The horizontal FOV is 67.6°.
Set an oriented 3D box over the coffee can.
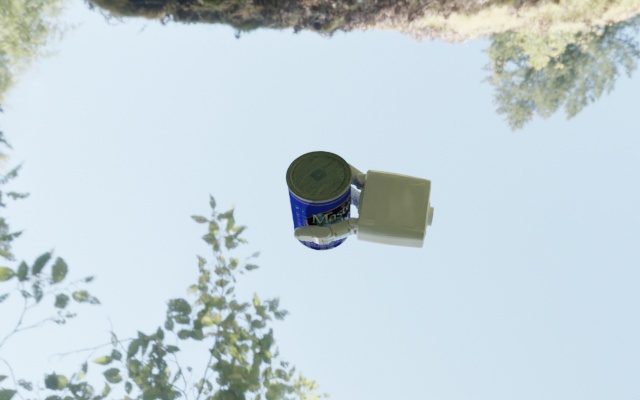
[{"bbox_3d":[0.000,0.003,0.789,0.103,0.102,0.140,0,-38,3],"label":"coffee can"}]
